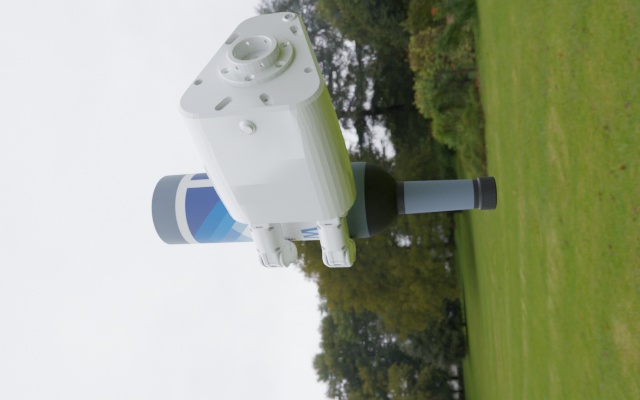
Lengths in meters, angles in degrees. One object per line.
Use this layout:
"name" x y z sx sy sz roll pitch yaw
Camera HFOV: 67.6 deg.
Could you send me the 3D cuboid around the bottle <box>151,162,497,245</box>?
"bottle" 0.000 0.001 0.425 0.296 0.069 0.069 -3 -1 12
